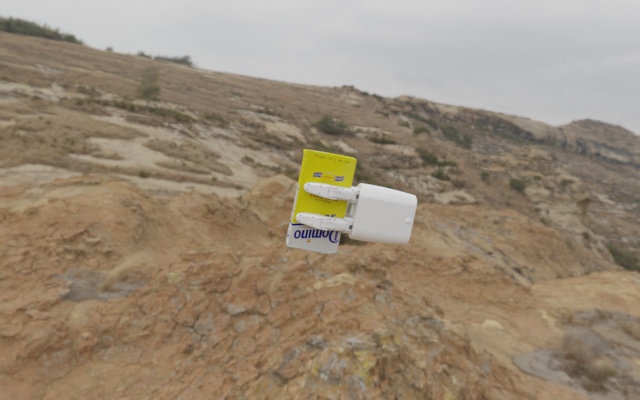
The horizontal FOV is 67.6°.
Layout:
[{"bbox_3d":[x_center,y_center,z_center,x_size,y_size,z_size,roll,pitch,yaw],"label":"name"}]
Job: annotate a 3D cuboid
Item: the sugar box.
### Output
[{"bbox_3d":[0.000,0.003,0.850,0.093,0.176,0.048,10,6,-9],"label":"sugar box"}]
